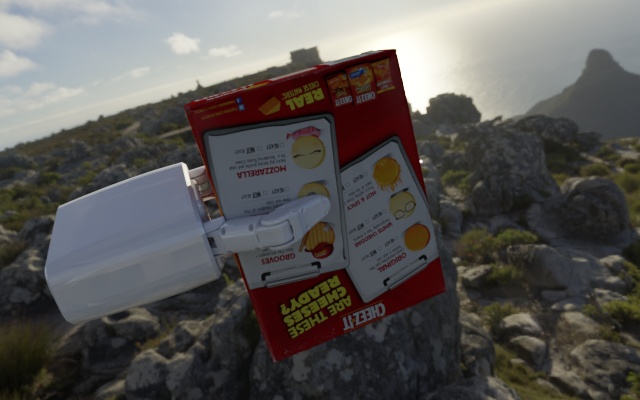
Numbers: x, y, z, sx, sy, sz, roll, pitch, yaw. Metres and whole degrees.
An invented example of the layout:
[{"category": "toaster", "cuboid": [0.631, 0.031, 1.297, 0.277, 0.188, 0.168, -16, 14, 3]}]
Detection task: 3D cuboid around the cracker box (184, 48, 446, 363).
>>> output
[{"category": "cracker box", "cuboid": [0.000, 0.001, 0.400, 0.164, 0.214, 0.072, -19, 18, -11]}]
